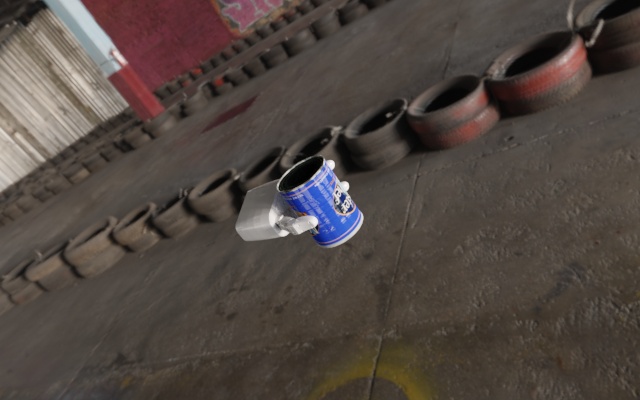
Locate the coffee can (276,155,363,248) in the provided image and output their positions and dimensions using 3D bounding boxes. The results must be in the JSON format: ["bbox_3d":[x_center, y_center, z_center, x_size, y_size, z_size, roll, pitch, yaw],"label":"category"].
[{"bbox_3d":[0.000,0.003,0.879,0.103,0.140,0.102,-28,26,15],"label":"coffee can"}]
